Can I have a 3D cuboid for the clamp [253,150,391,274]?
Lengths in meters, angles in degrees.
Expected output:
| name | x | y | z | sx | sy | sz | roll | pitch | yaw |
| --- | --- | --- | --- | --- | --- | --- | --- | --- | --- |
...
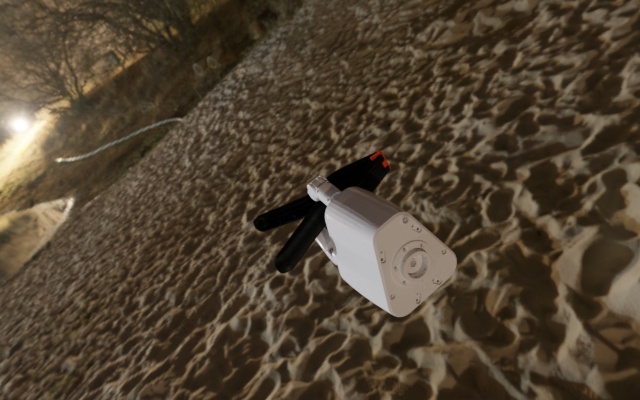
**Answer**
| name | x | y | z | sx | sy | sz | roll | pitch | yaw |
| --- | --- | --- | --- | --- | --- | --- | --- | --- | --- |
| clamp | 0.000 | 0.001 | 0.651 | 0.210 | 0.036 | 0.164 | -39 | 25 | -11 |
